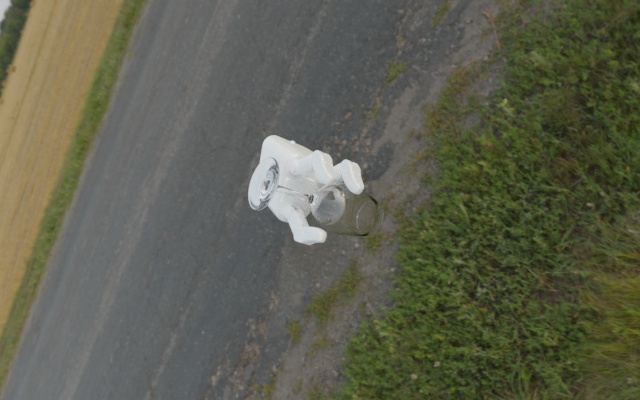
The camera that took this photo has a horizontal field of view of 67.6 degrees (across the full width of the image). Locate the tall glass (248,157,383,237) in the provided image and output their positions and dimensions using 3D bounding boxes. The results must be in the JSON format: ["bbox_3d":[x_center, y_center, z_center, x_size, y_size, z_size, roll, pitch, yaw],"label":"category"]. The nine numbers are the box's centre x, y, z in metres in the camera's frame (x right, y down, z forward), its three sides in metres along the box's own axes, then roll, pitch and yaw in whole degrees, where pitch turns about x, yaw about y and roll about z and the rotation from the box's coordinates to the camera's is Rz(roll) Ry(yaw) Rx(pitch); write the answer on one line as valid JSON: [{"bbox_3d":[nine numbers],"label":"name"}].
[{"bbox_3d":[0.000,0.002,0.695,0.201,0.079,0.079,18,-11,-35],"label":"tall glass"}]
